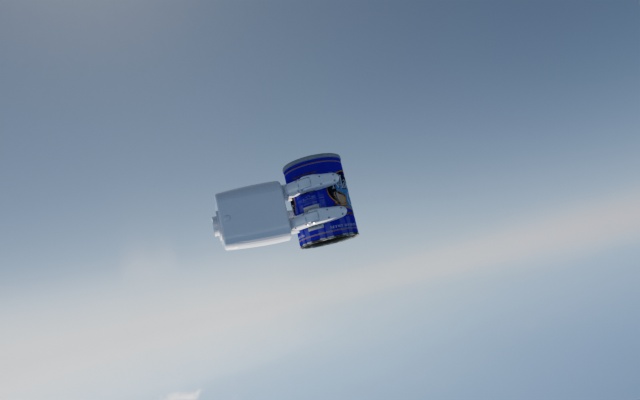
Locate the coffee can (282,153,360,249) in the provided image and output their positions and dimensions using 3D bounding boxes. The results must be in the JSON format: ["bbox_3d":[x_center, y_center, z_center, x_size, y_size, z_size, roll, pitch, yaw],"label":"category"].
[{"bbox_3d":[0.000,0.002,0.811,0.103,0.140,0.103,-13,-10,-2],"label":"coffee can"}]
